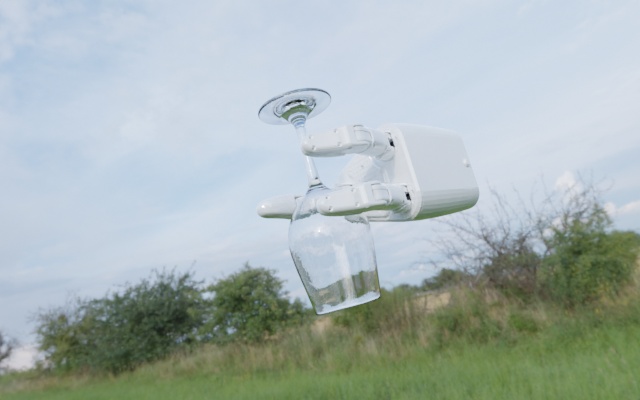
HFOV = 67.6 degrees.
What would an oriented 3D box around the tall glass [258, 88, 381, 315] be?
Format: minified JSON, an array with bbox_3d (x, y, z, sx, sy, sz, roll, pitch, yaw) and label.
[{"bbox_3d":[0.000,0.001,0.450,0.079,0.201,0.079,-14,-12,-3],"label":"tall glass"}]
